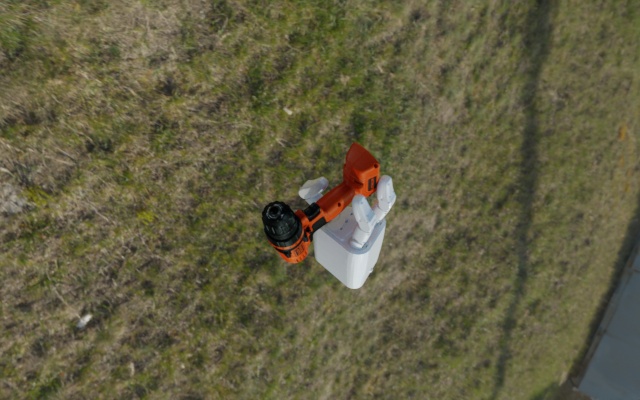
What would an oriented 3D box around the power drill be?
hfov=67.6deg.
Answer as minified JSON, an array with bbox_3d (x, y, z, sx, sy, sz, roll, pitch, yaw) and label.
[{"bbox_3d":[0.001,0.002,0.686,0.187,0.057,0.184,-40,-18,-11],"label":"power drill"}]
